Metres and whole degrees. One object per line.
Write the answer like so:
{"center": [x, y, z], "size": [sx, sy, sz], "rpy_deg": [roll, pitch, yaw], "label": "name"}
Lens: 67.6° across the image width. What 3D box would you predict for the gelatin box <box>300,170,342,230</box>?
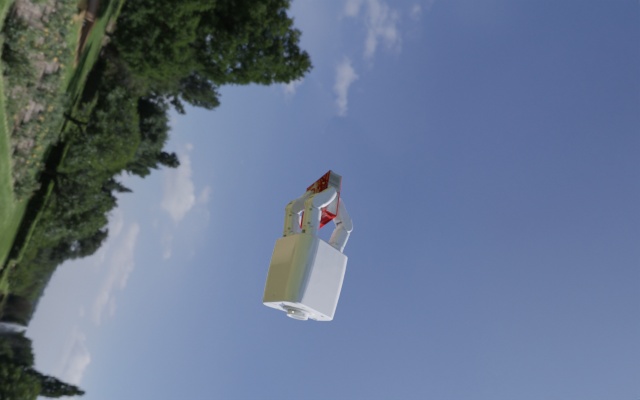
{"center": [0.001, 0.003, 0.815], "size": [0.030, 0.089, 0.073], "rpy_deg": [27, -39, -23], "label": "gelatin box"}
